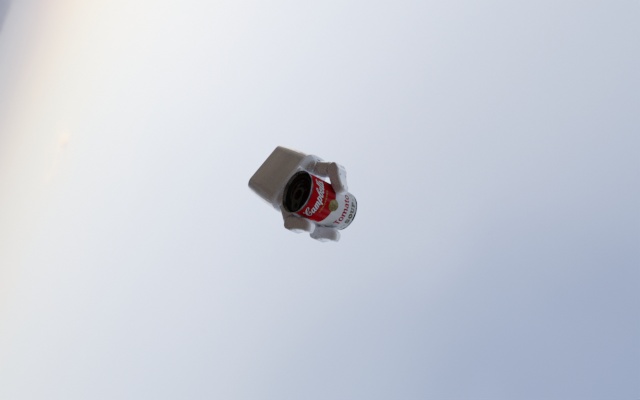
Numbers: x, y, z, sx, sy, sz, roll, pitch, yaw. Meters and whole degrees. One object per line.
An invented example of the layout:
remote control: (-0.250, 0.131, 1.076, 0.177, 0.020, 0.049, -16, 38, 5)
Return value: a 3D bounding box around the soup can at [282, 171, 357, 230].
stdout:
soup can: (0.001, 0.003, 0.751, 0.102, 0.068, 0.068, 24, -15, -38)
